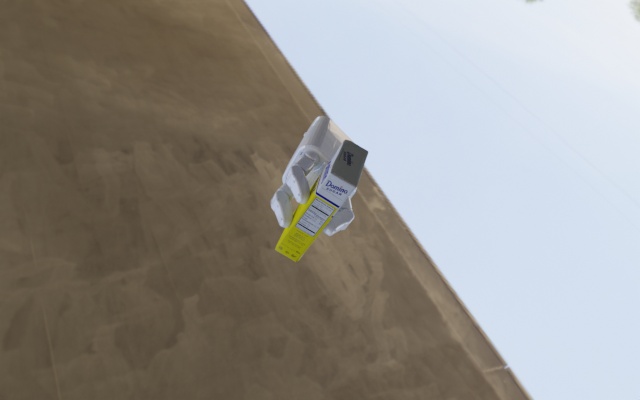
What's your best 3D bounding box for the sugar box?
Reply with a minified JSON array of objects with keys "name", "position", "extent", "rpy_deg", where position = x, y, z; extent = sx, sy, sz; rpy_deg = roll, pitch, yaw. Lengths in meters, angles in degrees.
[{"name":"sugar box","position":[0.000,0.002,0.686],"extent":[0.048,0.176,0.093],"rpy_deg":[29,39,-5]}]
